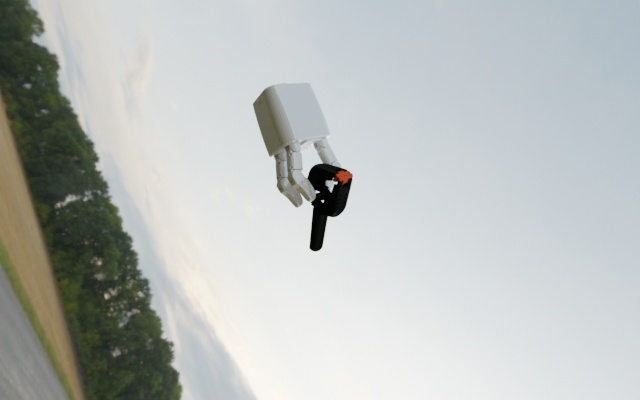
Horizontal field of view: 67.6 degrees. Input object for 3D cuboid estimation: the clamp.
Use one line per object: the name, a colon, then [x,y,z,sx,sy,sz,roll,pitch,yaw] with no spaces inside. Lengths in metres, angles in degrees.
clamp: [0.001,0.002,0.837,0.036,0.164,0.210,-20,-2,-29]
